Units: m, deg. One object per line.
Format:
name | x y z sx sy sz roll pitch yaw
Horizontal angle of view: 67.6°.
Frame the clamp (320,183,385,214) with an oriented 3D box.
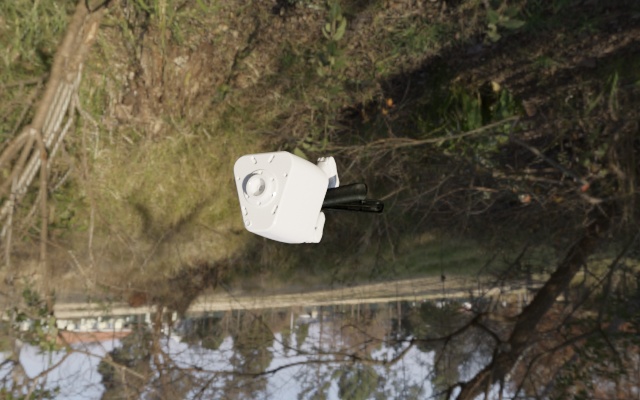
clamp | -0.001 0.003 0.783 0.210 0.036 0.164 -3 -12 24
